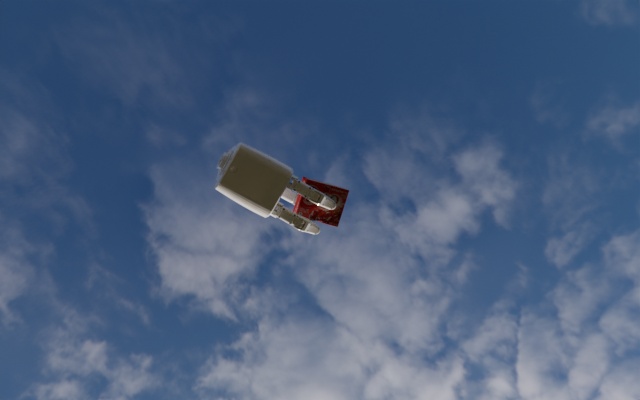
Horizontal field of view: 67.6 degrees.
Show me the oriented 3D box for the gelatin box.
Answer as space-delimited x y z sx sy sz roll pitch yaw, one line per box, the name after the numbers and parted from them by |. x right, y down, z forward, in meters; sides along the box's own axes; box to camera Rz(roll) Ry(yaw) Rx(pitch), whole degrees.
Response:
0.000 0.003 0.883 0.089 0.073 0.030 15 7 -21 | gelatin box
